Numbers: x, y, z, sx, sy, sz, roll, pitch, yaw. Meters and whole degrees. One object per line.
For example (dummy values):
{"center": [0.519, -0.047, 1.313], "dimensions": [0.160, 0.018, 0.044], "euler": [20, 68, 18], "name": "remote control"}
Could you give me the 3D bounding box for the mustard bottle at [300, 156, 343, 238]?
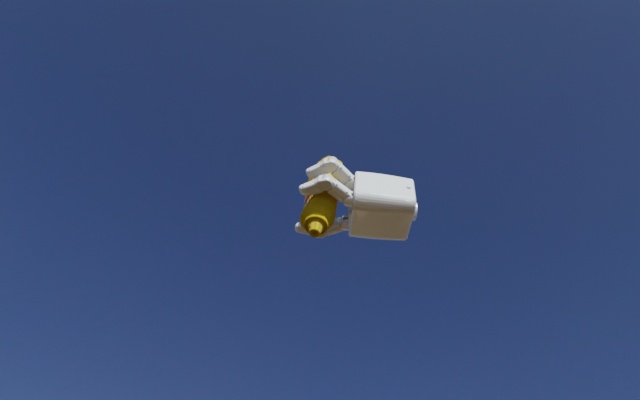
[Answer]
{"center": [0.000, 0.003, 0.859], "dimensions": [0.058, 0.096, 0.191], "euler": [27, 32, -11], "name": "mustard bottle"}
